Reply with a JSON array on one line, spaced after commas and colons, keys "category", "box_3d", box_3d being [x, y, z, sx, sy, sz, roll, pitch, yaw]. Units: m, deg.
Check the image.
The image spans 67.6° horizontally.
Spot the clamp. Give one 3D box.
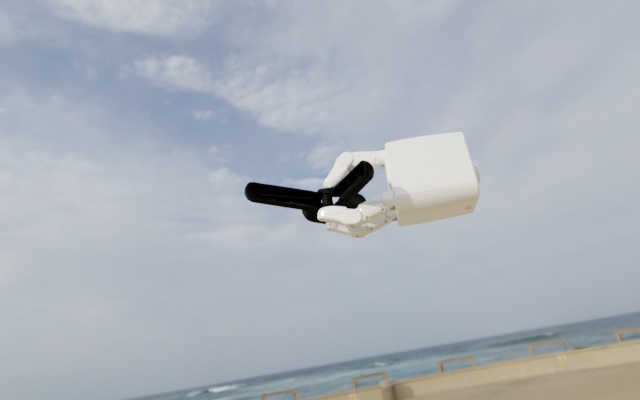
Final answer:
[{"category": "clamp", "box_3d": [0.000, 0.002, 0.661, 0.164, 0.036, 0.210, -7, -18, 10]}]
